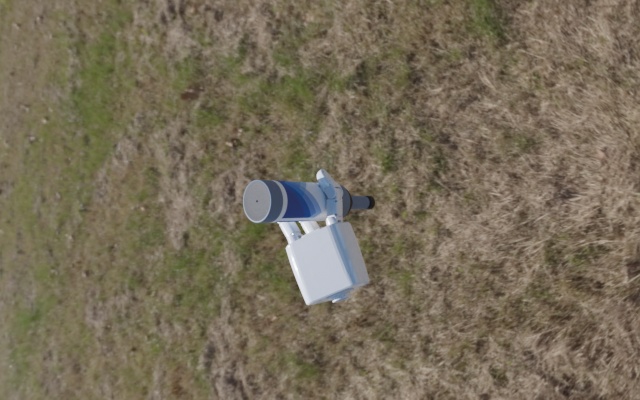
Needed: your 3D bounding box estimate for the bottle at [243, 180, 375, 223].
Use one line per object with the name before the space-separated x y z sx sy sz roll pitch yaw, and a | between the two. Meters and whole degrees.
bottle | 0.000 0.003 0.838 0.069 0.069 0.296 0 -1 42
